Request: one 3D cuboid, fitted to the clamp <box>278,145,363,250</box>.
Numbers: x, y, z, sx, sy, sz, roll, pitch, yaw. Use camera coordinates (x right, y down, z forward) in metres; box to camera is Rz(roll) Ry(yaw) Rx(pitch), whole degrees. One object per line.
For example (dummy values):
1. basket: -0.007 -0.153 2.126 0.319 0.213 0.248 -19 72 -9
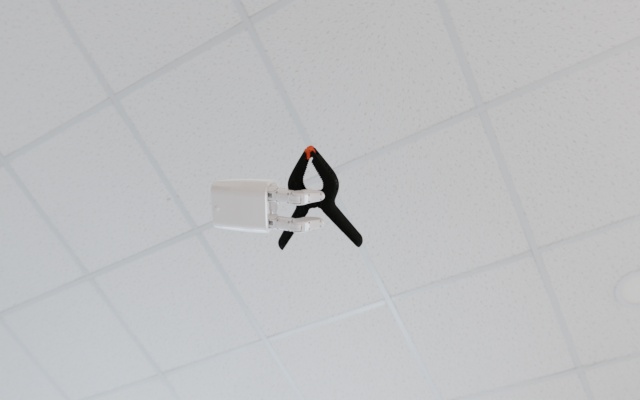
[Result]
1. clamp: 0.000 0.002 0.892 0.164 0.210 0.036 3 23 5
